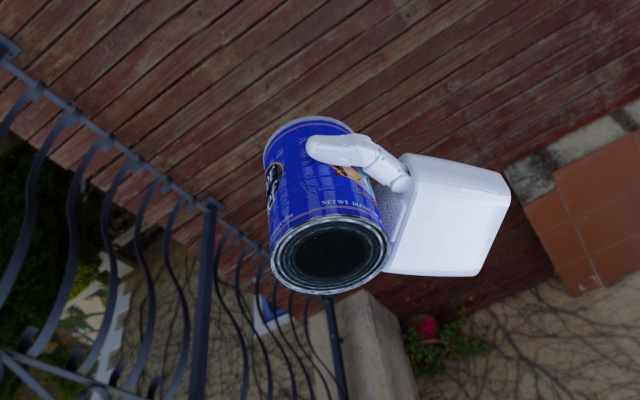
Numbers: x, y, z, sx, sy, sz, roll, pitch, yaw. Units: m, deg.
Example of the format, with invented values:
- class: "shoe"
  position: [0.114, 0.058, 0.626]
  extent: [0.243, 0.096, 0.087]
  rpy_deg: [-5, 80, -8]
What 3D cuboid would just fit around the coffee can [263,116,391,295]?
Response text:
- class: "coffee can"
  position: [0.000, 0.001, 0.452]
  extent: [0.103, 0.103, 0.140]
  rpy_deg: [0, 43, -10]
